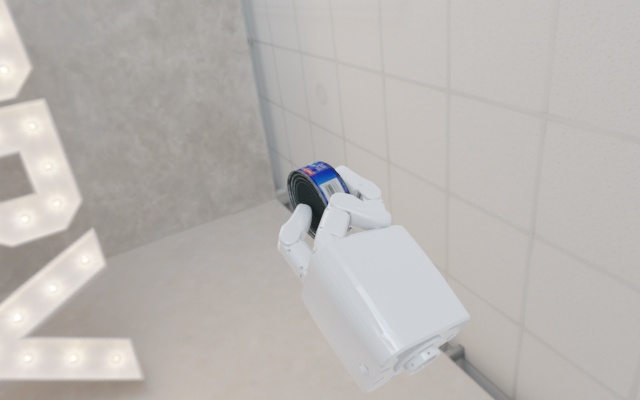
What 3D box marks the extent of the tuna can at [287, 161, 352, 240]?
[{"bbox_3d":[0.001,0.001,0.518,0.033,0.086,0.086,-25,11,-24],"label":"tuna can"}]
